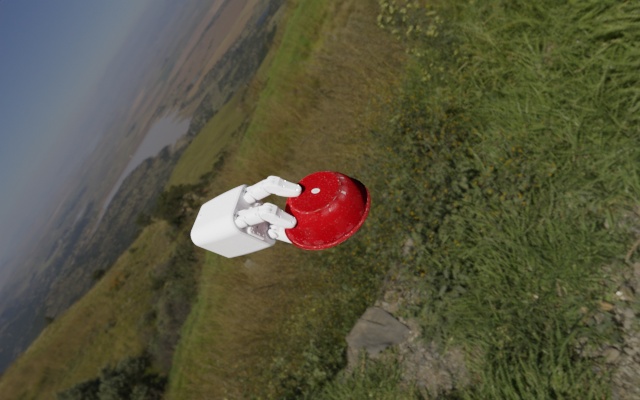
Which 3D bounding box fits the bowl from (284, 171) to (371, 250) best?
[{"bbox_3d":[0.001,0.002,0.803,0.162,0.162,0.055,0,-40,29],"label":"bowl"}]
